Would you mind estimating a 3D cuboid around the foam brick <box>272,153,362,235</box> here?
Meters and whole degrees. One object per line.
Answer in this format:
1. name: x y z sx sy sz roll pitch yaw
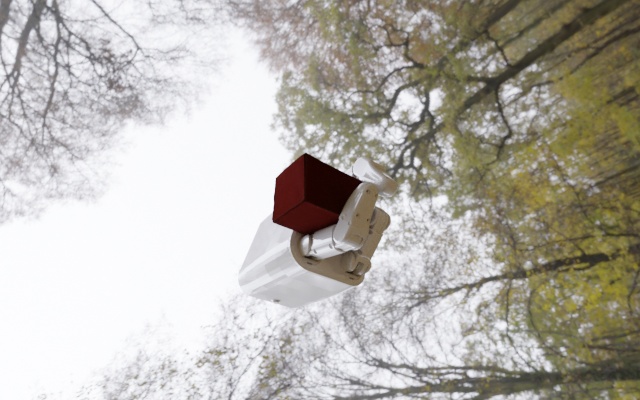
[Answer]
1. foam brick: 0.000 0.001 0.450 0.078 0.053 0.051 25 -39 -32
